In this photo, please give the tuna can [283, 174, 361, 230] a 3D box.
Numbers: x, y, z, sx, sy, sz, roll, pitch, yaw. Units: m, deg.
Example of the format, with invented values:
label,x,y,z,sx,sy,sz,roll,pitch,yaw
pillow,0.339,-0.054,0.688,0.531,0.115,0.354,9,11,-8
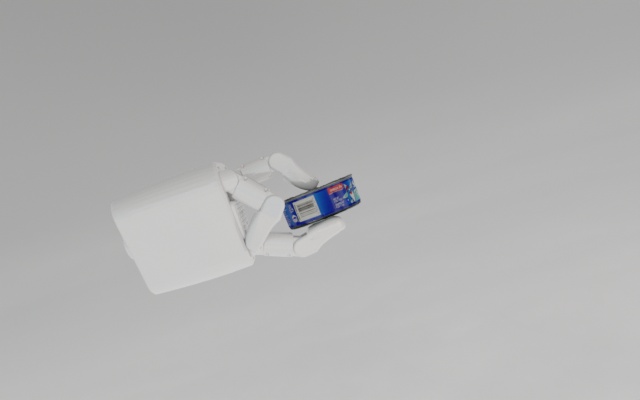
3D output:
label,x,y,z,sx,sy,sz,roll,pitch,yaw
tuna can,0.000,0.002,0.523,0.086,0.034,0.086,-21,2,1
